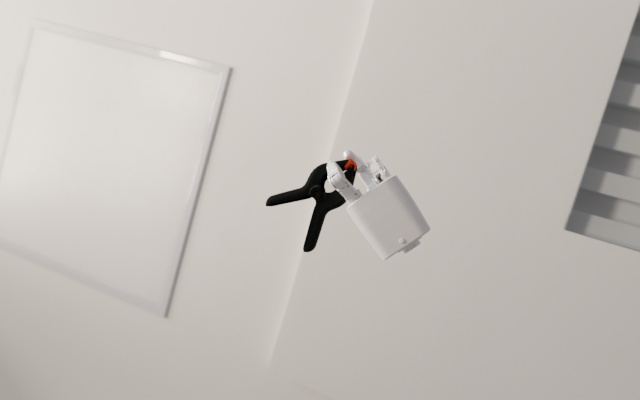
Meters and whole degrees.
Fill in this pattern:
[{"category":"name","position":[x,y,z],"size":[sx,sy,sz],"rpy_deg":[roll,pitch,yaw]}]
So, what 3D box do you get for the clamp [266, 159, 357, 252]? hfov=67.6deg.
[{"category":"clamp","position":[0.000,0.002,0.808],"size":[0.171,0.120,0.039],"rpy_deg":[-36,-9,14]}]
